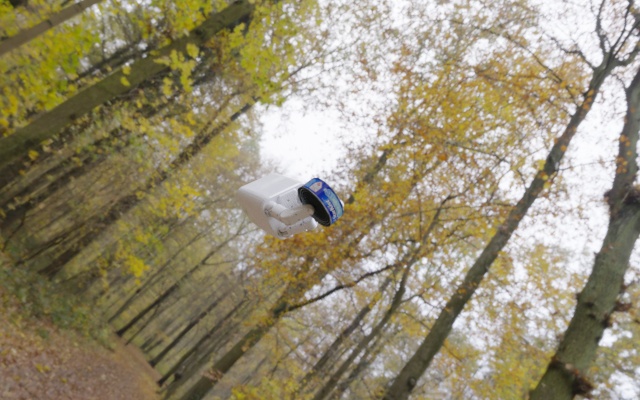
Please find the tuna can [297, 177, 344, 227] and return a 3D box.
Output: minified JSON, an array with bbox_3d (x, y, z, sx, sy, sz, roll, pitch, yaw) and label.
[{"bbox_3d":[0.001,0.002,0.830,0.033,0.086,0.086,-38,15,-20],"label":"tuna can"}]
